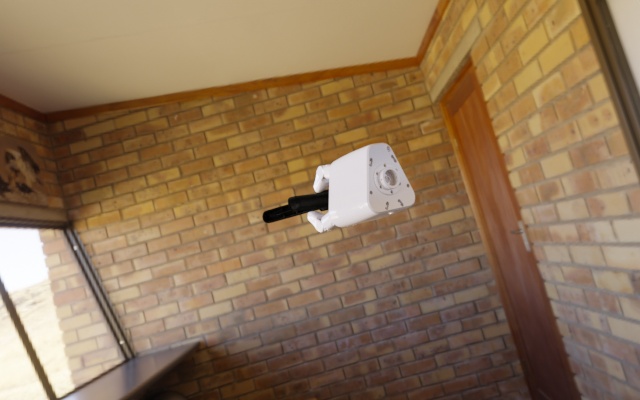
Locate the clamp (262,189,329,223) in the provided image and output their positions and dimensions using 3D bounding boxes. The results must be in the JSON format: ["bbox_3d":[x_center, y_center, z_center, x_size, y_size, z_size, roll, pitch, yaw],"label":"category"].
[{"bbox_3d":[0.001,0.002,0.885,0.210,0.036,0.164,-12,-4,-31],"label":"clamp"}]
